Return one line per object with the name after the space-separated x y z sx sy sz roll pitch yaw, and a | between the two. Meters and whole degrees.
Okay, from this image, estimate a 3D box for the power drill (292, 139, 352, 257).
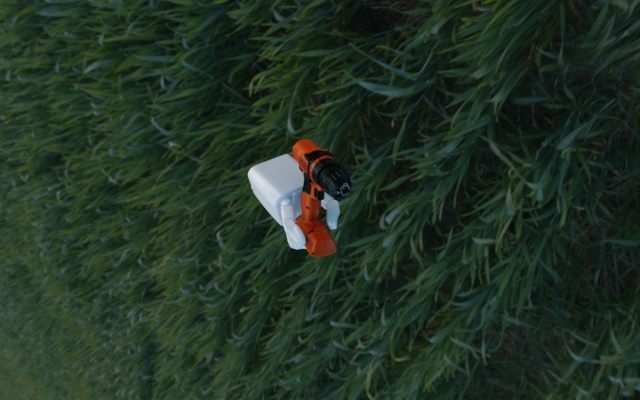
0.000 0.003 0.850 0.057 0.188 0.184 -8 30 -21 | power drill
